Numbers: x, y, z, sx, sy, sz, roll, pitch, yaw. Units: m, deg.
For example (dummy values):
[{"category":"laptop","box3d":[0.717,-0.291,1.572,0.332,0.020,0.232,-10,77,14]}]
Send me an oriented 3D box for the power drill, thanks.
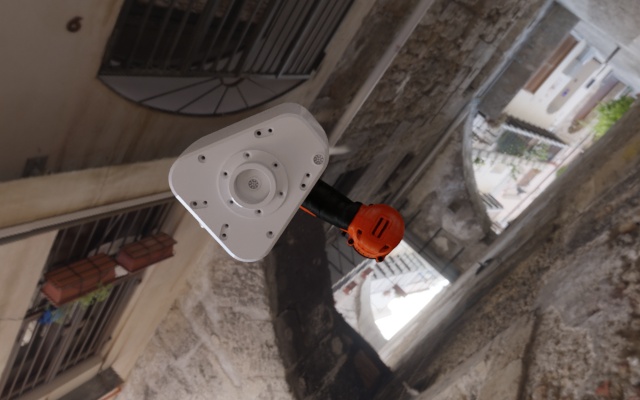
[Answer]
[{"category":"power drill","box3d":[0.000,0.001,0.515,0.187,0.057,0.184,29,-7,6]}]
